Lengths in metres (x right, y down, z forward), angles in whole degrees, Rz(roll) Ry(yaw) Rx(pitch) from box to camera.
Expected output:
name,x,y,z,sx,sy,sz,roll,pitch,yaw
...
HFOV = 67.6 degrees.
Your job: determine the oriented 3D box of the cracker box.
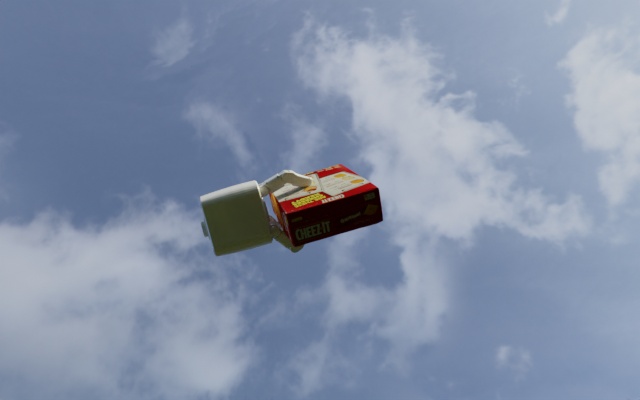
name,x,y,z,sx,sy,sz,roll,pitch,yaw
cracker box,0.000,0.003,0.886,0.164,0.072,0.213,-16,19,-10
